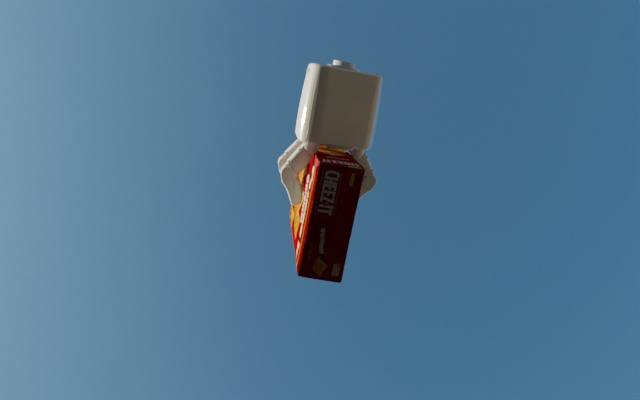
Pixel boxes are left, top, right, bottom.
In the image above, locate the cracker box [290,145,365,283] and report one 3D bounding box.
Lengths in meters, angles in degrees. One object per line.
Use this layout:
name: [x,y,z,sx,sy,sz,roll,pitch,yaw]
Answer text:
cracker box: [0.000,0.002,0.729,0.072,0.164,0.213,8,15,-8]
